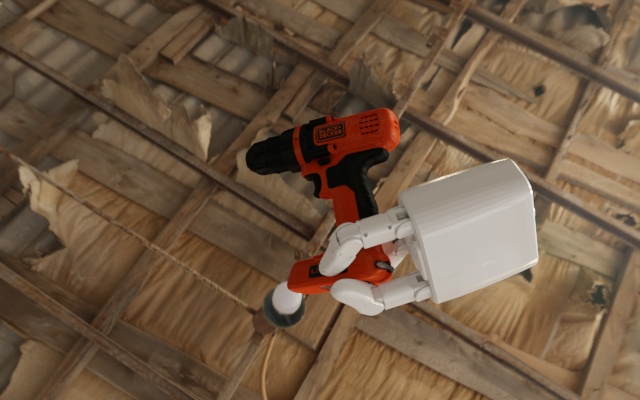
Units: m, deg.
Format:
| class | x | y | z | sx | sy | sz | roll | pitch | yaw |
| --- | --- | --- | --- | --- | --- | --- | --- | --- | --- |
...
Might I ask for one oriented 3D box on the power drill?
| class | x | y | z | sx | sy | sz | roll | pitch | yaw |
| --- | --- | --- | --- | --- | --- | --- | --- | --- | --- |
| power drill | 0.000 | 0.002 | 0.511 | 0.184 | 0.187 | 0.057 | -12 | -19 | 24 |
